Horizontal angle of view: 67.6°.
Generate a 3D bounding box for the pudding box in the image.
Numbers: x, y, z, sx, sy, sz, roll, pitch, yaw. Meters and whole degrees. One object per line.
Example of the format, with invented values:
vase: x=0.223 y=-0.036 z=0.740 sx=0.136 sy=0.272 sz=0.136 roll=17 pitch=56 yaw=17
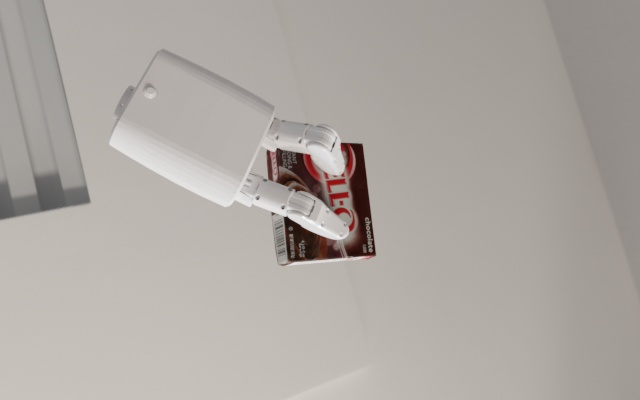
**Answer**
pudding box: x=0.000 y=0.001 z=0.446 sx=0.090 sy=0.113 sz=0.039 roll=-1 pitch=-9 yaw=-25
